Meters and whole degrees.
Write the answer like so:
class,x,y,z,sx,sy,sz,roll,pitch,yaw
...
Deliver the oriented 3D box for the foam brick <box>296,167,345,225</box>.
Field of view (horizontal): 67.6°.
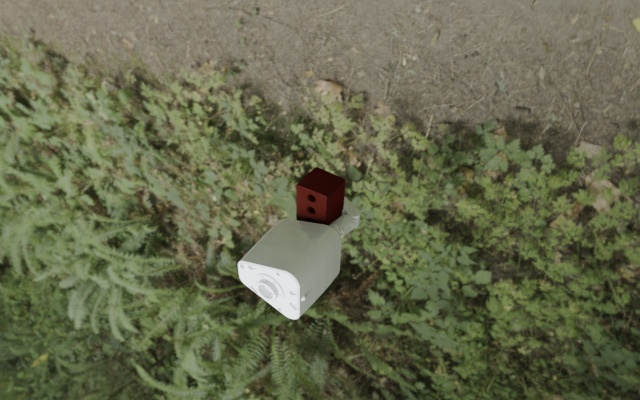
class,x,y,z,sx,sy,sz,roll,pitch,yaw
foam brick,0.000,0.002,0.697,0.053,0.078,0.051,23,43,25
